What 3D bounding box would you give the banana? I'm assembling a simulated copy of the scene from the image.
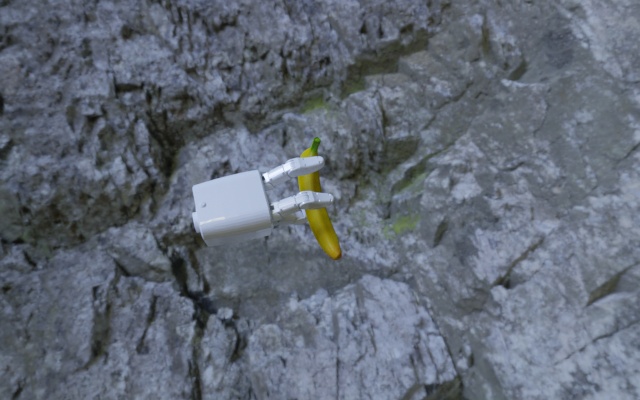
[{"bbox_3d":[-0.006,0.002,0.779,0.037,0.198,0.069,-11,-4,-19],"label":"banana"}]
